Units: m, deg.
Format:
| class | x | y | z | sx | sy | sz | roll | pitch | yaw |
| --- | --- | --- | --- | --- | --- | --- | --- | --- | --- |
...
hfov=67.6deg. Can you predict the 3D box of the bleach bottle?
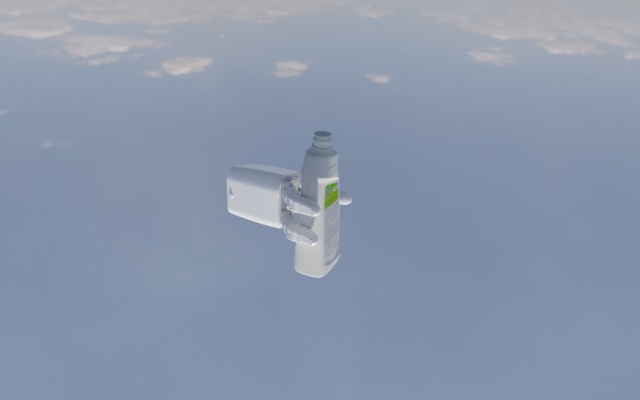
| class | x | y | z | sx | sy | sz | roll | pitch | yaw |
| --- | --- | --- | --- | --- | --- | --- | --- | --- | --- |
| bleach bottle | 0.000 | 0.003 | 0.819 | 0.068 | 0.251 | 0.102 | 13 | 28 | 19 |
